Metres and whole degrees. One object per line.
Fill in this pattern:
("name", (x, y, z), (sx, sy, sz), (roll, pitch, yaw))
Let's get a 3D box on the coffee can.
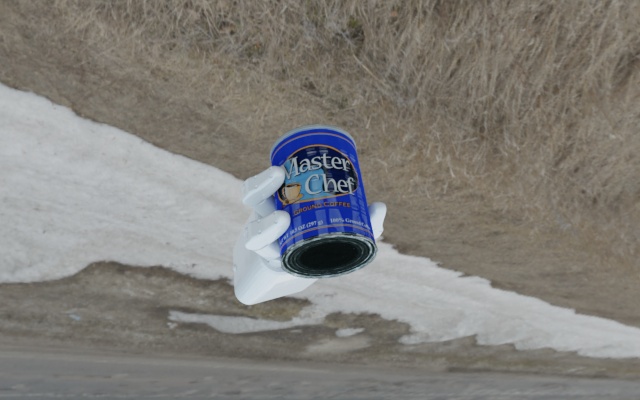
("coffee can", (0.000, 0.002, 0.529), (0.103, 0.140, 0.103), (-6, -32, -4))
